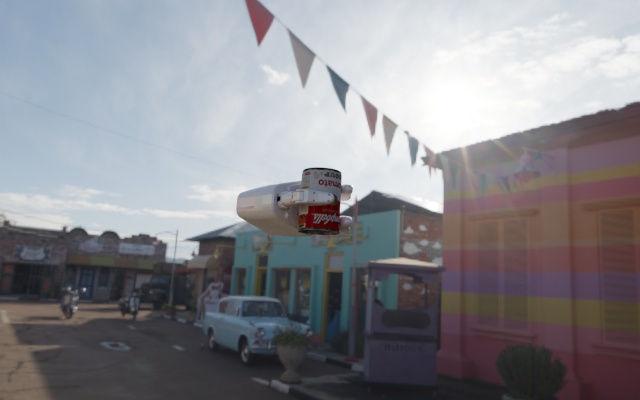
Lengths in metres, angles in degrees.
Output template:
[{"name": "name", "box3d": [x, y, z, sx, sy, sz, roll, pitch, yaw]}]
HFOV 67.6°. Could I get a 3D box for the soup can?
[{"name": "soup can", "box3d": [0.000, 0.002, 0.783, 0.068, 0.102, 0.068, 3, -10, 1]}]
